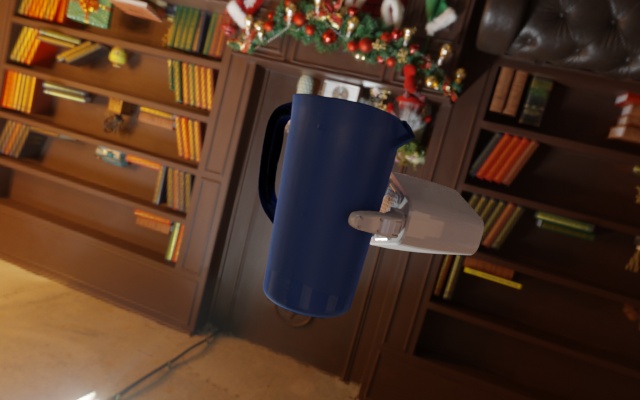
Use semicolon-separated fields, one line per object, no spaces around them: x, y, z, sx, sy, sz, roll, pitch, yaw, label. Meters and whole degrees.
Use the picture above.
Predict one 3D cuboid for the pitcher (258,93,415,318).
0.000;0.002;0.562;0.145;0.243;0.149;11;7;-16;pitcher
